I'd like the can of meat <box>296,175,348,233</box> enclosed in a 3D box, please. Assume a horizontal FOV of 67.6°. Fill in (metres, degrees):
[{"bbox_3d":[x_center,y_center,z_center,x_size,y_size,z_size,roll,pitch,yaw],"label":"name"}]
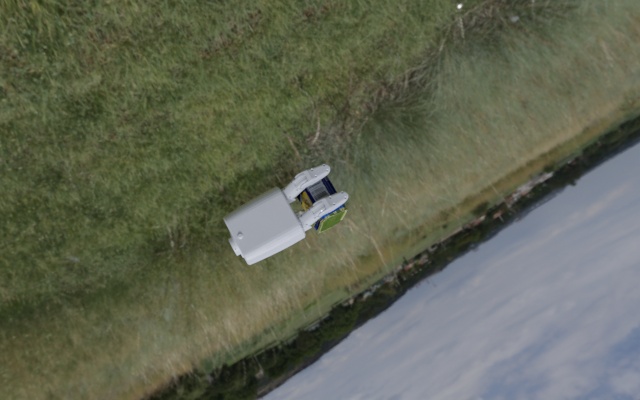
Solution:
[{"bbox_3d":[0.000,0.003,0.832,0.057,0.084,0.102,-28,-13,-13],"label":"can of meat"}]
